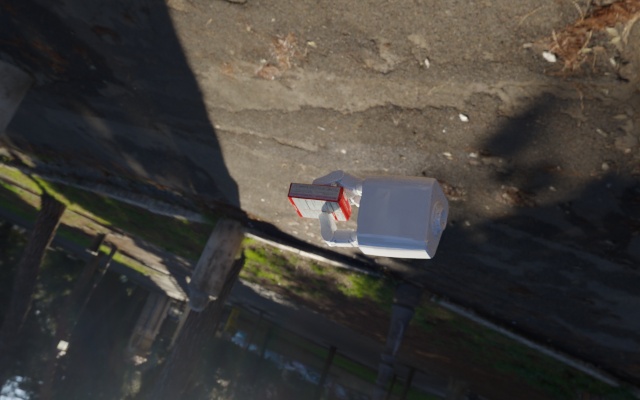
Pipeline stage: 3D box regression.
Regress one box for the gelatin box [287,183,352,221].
[{"bbox_3d":[0.000,0.003,0.769,0.089,0.030,0.073,5,-26,18],"label":"gelatin box"}]
